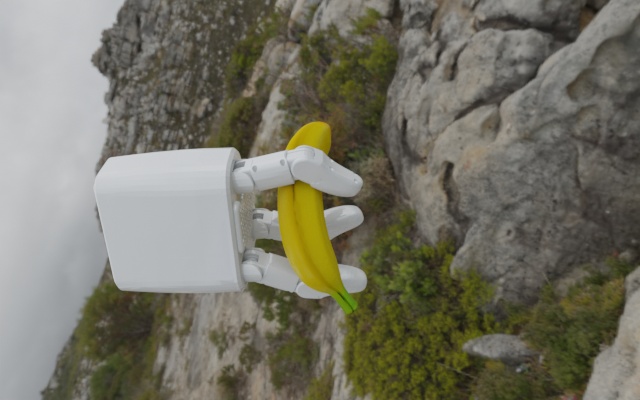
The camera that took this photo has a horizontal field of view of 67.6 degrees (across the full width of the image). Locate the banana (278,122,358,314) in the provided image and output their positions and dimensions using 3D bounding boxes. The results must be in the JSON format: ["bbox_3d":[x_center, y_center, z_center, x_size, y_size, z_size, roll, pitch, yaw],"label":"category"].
[{"bbox_3d":[-0.009,-0.004,0.406,0.037,0.197,0.070,-20,-36,22],"label":"banana"}]
